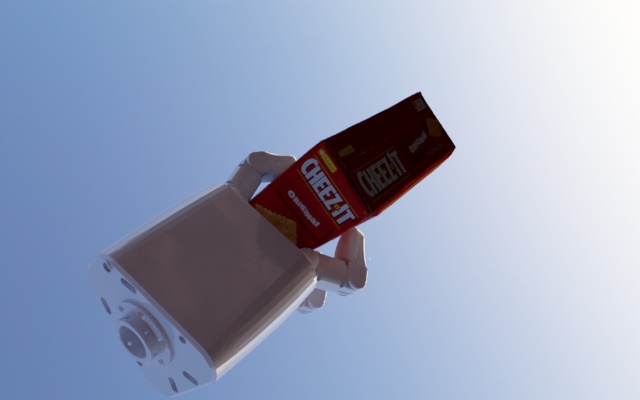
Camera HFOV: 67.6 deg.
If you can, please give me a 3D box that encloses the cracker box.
[{"bbox_3d":[0.000,0.001,0.446,0.214,0.072,0.164,-34,0,43],"label":"cracker box"}]
